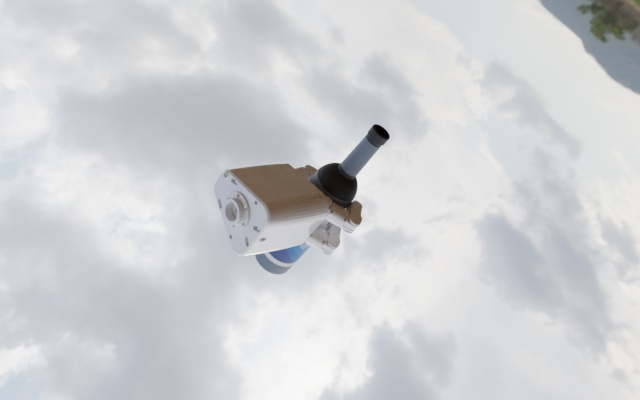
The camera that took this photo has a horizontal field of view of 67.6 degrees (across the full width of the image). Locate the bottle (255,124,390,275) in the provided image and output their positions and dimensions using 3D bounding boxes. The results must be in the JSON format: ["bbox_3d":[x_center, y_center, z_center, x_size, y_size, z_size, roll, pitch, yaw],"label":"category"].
[{"bbox_3d":[0.000,0.002,0.698,0.069,0.069,0.296,0,-38,-43],"label":"bottle"}]
